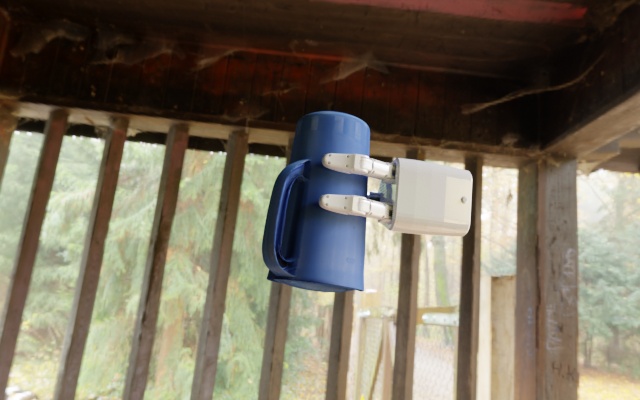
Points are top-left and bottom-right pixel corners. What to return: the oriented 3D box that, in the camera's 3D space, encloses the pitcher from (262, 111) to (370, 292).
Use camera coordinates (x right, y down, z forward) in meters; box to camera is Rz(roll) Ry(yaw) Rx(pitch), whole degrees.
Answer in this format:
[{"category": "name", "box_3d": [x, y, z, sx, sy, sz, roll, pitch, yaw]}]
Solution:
[{"category": "pitcher", "box_3d": [0.000, 0.002, 0.662, 0.145, 0.242, 0.149, 8, -13, -6]}]
